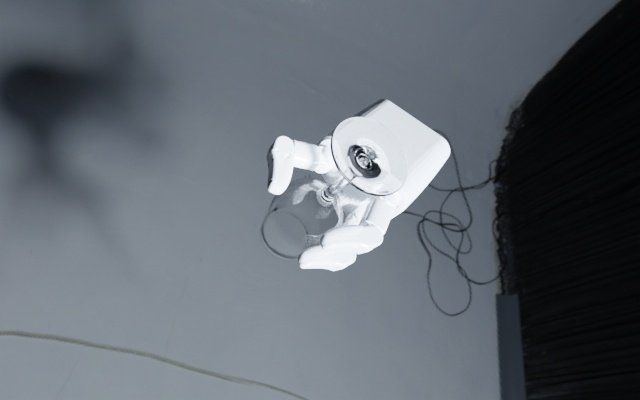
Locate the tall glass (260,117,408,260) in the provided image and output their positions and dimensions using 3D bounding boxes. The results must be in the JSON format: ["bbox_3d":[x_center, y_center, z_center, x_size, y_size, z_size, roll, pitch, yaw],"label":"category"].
[{"bbox_3d":[0.000,0.001,0.477,0.079,0.079,0.201,0,-24,-28],"label":"tall glass"}]
